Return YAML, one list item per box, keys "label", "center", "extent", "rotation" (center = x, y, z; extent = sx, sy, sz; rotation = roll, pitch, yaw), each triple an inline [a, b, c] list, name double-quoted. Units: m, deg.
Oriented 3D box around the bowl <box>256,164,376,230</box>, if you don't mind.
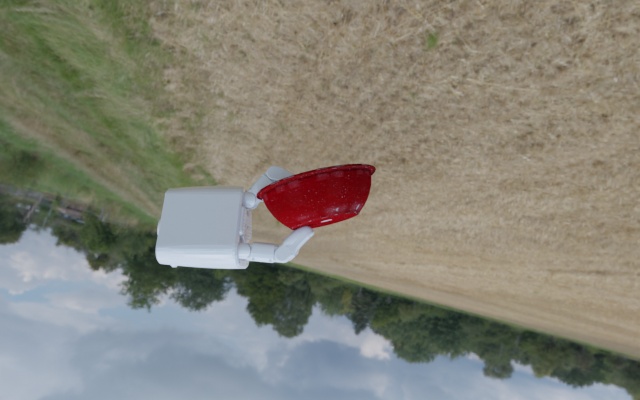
- label: "bowl"
  center: [0.001, 0.002, 0.627]
  extent: [0.162, 0.055, 0.162]
  rotation: [-13, -9, -2]
